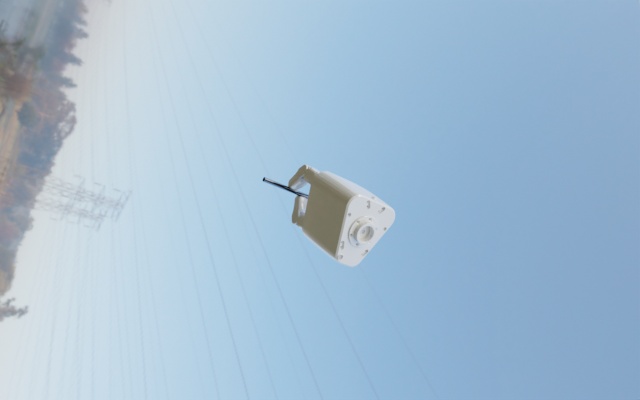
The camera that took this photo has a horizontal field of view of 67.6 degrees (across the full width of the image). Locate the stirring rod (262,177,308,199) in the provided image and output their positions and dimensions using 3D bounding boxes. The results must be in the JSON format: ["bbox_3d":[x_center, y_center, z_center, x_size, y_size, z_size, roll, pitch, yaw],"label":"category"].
[{"bbox_3d":[0.000,0.003,0.844,0.239,0.011,0.011,22,-13,-34],"label":"stirring rod"}]
